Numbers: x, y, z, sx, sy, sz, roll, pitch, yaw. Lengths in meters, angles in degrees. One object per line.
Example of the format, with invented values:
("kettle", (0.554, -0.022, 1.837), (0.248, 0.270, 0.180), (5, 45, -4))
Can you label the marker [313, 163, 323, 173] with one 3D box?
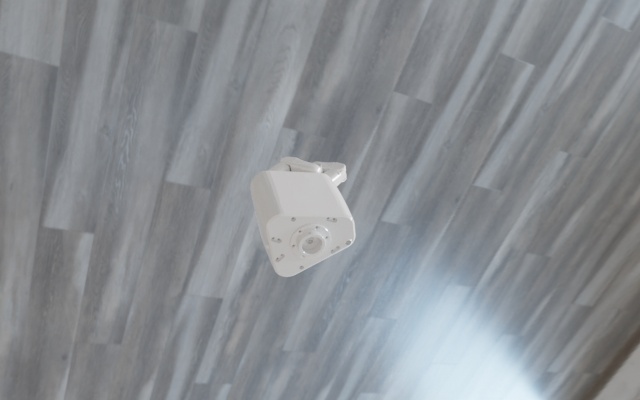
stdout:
("marker", (0.000, 0.002, 0.699), (0.020, 0.121, 0.020), (-6, 32, 4))
